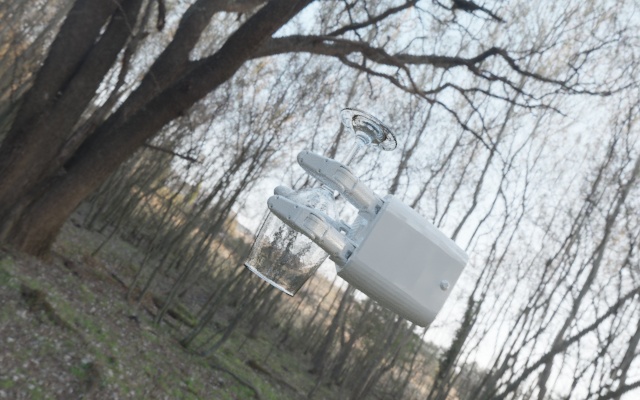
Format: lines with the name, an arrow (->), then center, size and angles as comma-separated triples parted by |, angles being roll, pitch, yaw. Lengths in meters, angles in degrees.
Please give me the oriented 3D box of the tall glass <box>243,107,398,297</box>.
tall glass -> 0.000, 0.001, 0.510 | 0.079, 0.201, 0.079 | 32, -13, 8
